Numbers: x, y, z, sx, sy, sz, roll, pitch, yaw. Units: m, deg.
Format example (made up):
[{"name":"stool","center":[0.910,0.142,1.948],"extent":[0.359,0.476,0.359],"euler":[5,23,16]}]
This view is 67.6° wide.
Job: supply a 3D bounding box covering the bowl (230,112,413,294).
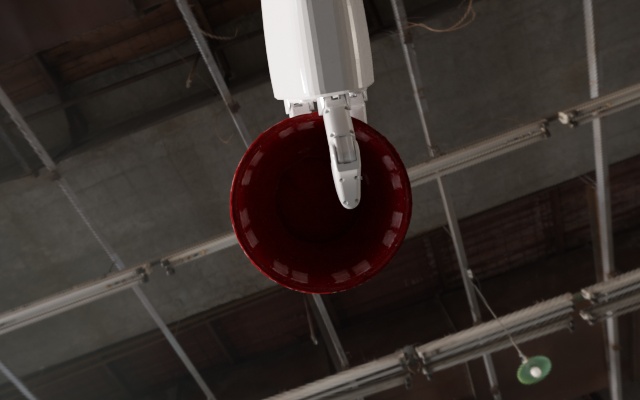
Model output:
[{"name":"bowl","center":[0.000,0.003,0.446],"extent":[0.162,0.162,0.055],"euler":[0,4,-4]}]
